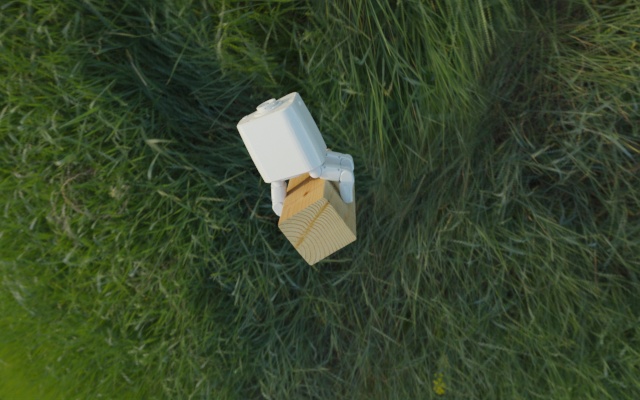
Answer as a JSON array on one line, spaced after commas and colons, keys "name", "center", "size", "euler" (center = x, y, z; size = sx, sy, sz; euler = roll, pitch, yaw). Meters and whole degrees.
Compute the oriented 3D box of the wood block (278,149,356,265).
[{"name": "wood block", "center": [0.000, 0.003, 0.813], "size": [0.091, 0.090, 0.206], "euler": [-31, 21, 17]}]
